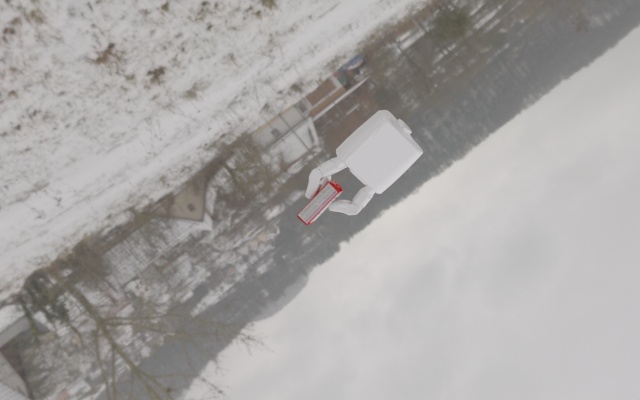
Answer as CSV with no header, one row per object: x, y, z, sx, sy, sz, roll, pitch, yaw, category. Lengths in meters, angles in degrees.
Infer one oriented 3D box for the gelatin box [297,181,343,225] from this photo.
0.000,0.003,0.883,0.030,0.089,0.073,44,7,3,gelatin box
